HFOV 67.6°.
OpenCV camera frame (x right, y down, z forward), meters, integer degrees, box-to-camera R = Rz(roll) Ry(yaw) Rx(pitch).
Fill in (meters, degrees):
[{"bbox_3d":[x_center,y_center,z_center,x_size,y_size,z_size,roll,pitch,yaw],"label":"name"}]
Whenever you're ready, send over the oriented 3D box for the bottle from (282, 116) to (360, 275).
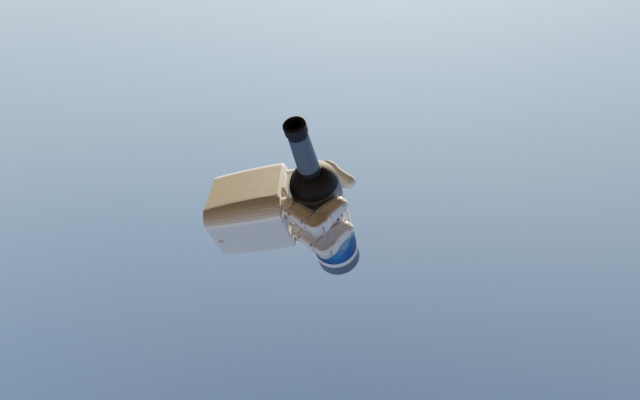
[{"bbox_3d":[0.000,0.002,0.647,0.069,0.069,0.296,0,-36,15],"label":"bottle"}]
